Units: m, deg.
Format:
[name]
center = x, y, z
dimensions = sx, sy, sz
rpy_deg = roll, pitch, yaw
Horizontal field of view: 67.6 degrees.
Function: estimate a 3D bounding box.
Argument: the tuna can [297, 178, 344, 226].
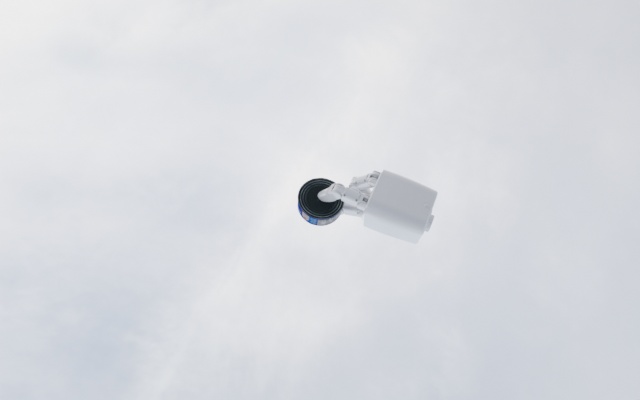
[tuna can]
center = 0.000, 0.003, 0.879
dimensions = 0.086, 0.086, 0.034
rpy_deg = 0, -28, -5
